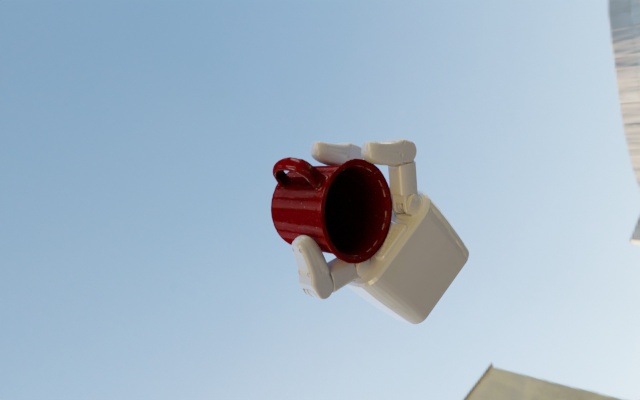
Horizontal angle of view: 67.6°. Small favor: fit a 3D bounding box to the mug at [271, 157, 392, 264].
[{"bbox_3d":[-0.001,0.001,0.444,0.081,0.093,0.117,4,-30,47],"label":"mug"}]
